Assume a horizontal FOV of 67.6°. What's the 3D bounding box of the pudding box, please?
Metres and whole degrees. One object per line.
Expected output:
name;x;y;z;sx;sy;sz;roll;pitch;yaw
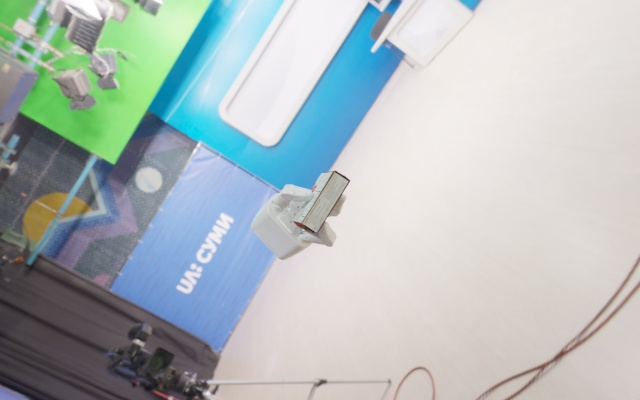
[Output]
pudding box;0.000;0.003;0.851;0.039;0.113;0.090;31;-6;-12
